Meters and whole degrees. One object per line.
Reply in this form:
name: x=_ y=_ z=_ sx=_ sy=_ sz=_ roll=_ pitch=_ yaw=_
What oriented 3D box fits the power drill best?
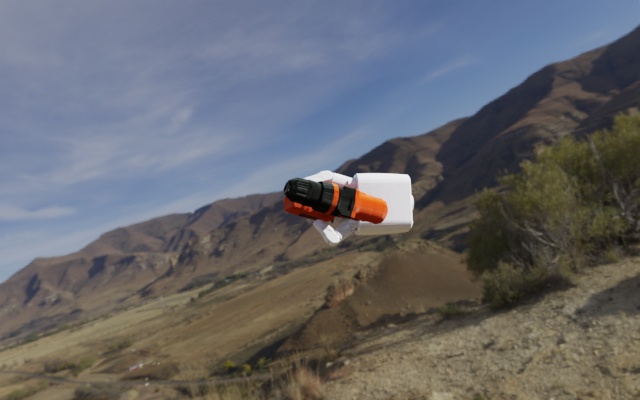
power drill: x=0.000 y=0.003 z=0.845 sx=0.184 sy=0.057 sz=0.187 roll=16 pitch=-6 yaw=-22
